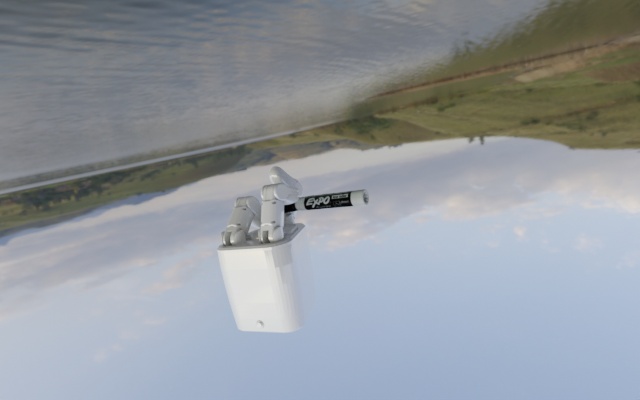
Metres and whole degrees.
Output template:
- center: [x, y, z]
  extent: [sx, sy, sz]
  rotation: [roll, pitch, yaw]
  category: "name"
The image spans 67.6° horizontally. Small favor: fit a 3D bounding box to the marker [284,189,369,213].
- center: [0.000, 0.002, 0.577]
  extent: [0.121, 0.020, 0.020]
  rotation: [-6, -3, 30]
  category: "marker"
